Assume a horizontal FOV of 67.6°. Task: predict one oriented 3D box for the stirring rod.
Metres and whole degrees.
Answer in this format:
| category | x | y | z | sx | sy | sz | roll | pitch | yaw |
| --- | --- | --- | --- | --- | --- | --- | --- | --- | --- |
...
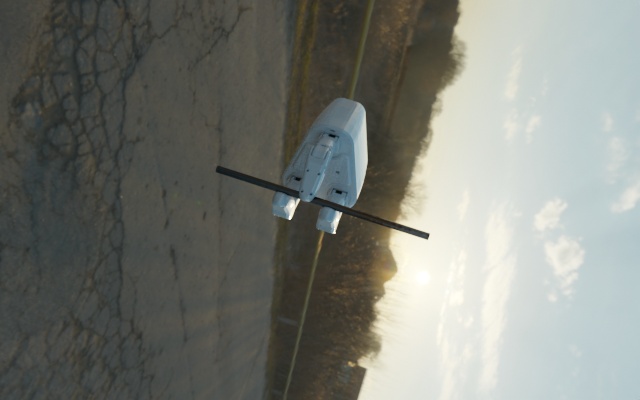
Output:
| category | x | y | z | sx | sy | sz | roll | pitch | yaw |
| --- | --- | --- | --- | --- | --- | --- | --- | --- | --- |
| stirring rod | 0.000 | 0.002 | 0.514 | 0.239 | 0.011 | 0.011 | 18 | 2 | 6 |
